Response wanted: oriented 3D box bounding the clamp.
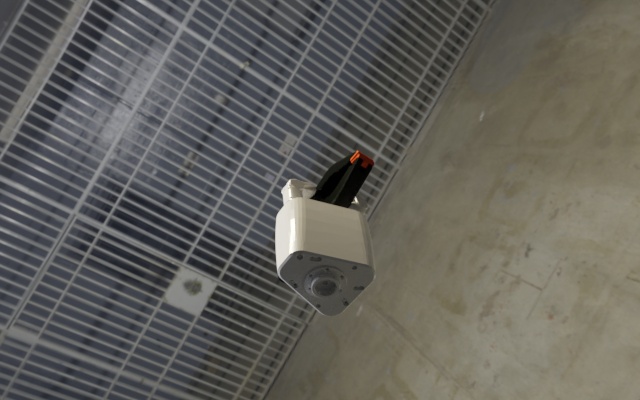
[{"bbox_3d":[0.000,0.002,0.703,0.036,0.210,0.164,28,27,-22],"label":"clamp"}]
